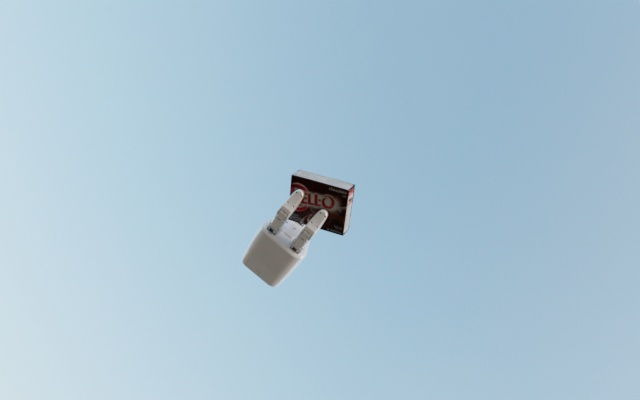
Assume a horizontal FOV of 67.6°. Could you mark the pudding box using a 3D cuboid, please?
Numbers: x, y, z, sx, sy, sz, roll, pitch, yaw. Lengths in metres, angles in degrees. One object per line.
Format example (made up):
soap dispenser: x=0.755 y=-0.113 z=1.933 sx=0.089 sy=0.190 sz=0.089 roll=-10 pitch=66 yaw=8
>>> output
pudding box: x=0.000 y=0.003 z=0.849 sx=0.113 sy=0.090 sz=0.039 roll=14 pitch=28 yaw=17
